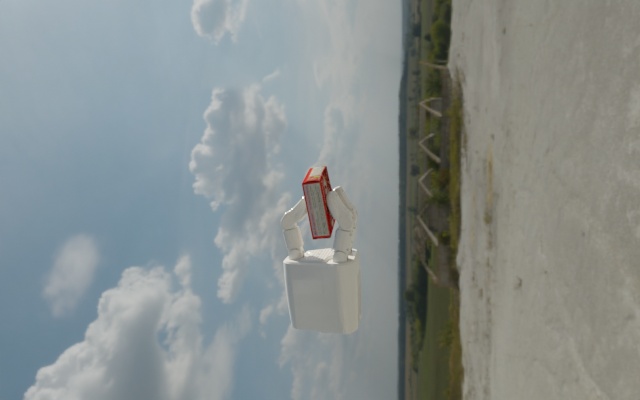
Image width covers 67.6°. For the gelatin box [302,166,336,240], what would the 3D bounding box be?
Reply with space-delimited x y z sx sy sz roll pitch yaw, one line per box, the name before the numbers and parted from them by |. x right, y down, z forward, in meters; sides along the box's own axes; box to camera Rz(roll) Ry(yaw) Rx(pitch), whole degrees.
gelatin box | 0.000 0.002 0.700 0.030 0.089 0.073 -8 19 11
